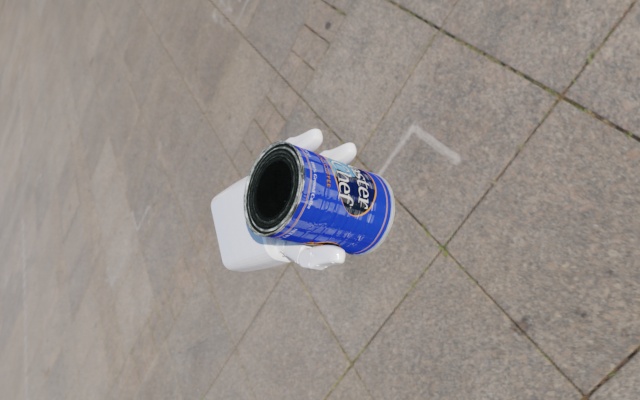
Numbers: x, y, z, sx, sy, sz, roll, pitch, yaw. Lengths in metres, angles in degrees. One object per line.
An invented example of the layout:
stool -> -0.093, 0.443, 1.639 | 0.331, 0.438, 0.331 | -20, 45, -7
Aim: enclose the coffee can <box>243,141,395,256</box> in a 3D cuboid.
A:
coffee can -> 0.000, 0.002, 0.538 | 0.140, 0.103, 0.103 | 16, -10, -40
